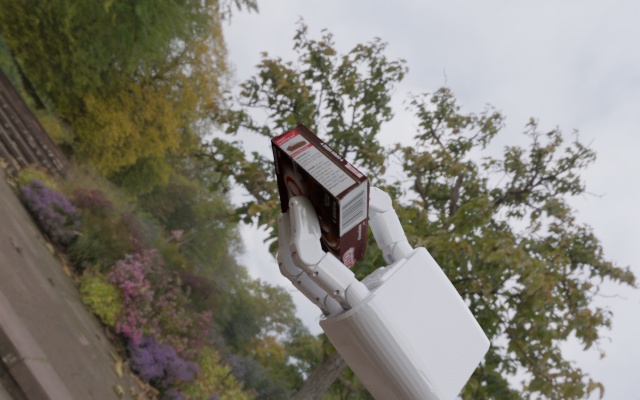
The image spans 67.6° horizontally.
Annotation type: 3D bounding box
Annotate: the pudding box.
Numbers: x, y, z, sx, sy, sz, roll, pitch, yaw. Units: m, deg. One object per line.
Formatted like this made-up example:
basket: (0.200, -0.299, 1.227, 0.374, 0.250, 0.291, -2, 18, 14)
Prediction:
pudding box: (0.000, 0.001, 0.424, 0.039, 0.114, 0.090, -33, 57, -25)
